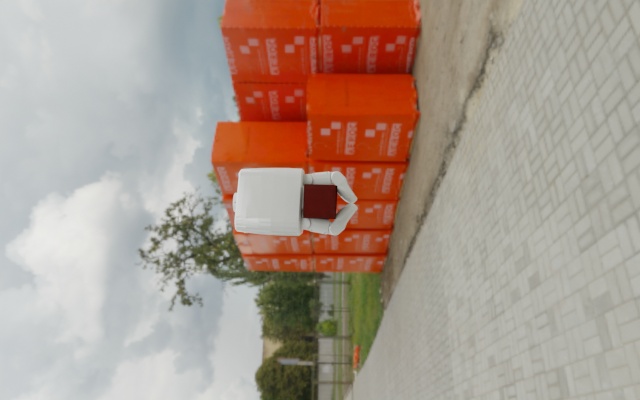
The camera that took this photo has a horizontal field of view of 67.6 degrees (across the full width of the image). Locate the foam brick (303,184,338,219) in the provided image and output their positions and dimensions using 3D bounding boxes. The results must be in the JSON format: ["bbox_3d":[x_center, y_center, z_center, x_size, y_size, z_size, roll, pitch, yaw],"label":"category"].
[{"bbox_3d":[0.000,0.002,0.754,0.051,0.053,0.078,3,-1,1],"label":"foam brick"}]
